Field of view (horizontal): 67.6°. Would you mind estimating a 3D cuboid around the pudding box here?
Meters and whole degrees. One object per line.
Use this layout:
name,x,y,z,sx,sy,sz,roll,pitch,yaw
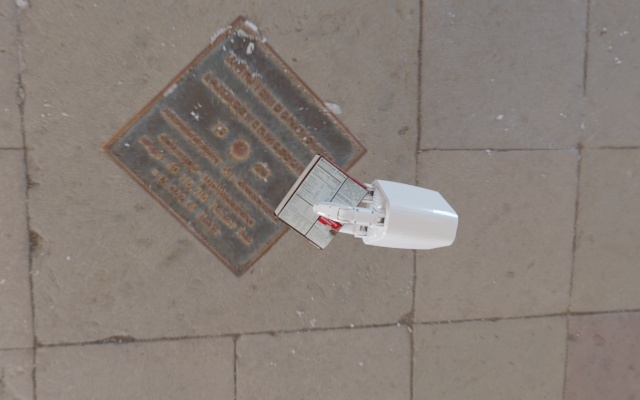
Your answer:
pudding box,0.000,0.002,0.691,0.090,0.113,0.039,37,-1,-12
